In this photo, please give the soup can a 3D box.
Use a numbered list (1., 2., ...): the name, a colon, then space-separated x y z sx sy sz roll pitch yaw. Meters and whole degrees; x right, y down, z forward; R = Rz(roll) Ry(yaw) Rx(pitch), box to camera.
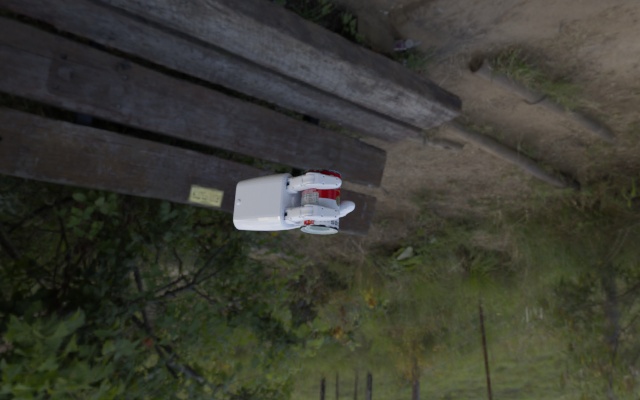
1. soup can: 0.001 0.003 0.833 0.068 0.102 0.068 3 -14 1
